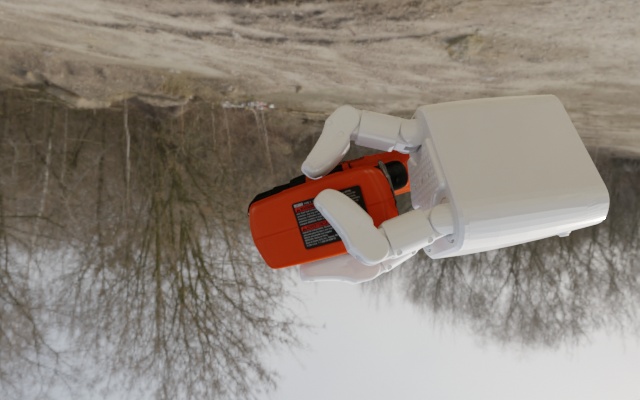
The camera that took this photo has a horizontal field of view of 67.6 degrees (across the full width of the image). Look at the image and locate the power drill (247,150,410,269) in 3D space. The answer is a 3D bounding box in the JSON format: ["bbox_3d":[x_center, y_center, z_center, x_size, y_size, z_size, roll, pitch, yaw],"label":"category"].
[{"bbox_3d":[0.000,0.001,0.423,0.184,0.057,0.187,-18,8,12],"label":"power drill"}]
